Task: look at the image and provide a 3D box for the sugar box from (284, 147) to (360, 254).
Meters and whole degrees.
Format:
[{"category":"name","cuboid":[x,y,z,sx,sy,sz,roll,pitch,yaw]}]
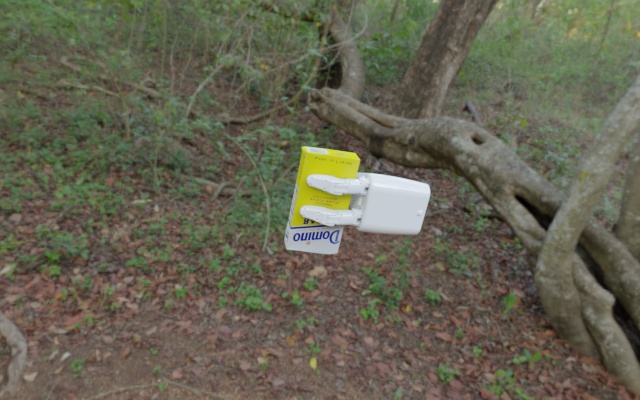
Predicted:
[{"category":"sugar box","cuboid":[0.000,0.003,0.800,0.093,0.176,0.048,7,19,-13]}]
